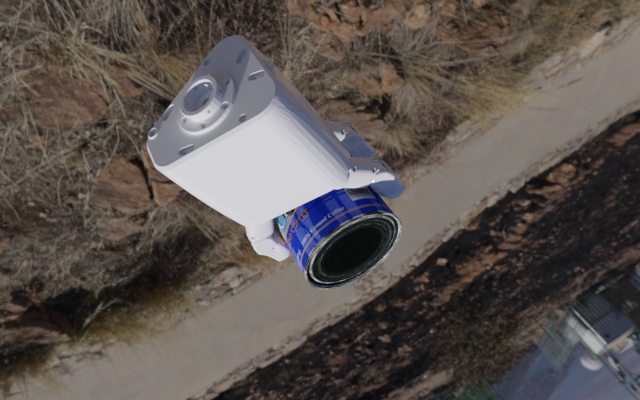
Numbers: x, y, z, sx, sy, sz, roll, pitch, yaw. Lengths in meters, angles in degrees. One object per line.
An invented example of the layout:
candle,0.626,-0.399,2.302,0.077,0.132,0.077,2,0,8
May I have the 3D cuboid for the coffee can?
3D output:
coffee can,0.000,0.002,0.478,0.103,0.103,0.140,0,42,-38
